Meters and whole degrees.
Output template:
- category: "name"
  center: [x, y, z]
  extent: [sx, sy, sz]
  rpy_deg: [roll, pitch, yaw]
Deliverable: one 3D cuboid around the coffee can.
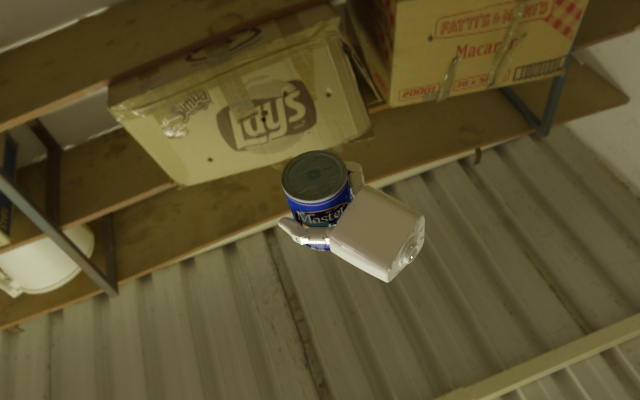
- category: "coffee can"
  center: [0.000, 0.002, 0.781]
  extent: [0.103, 0.102, 0.140]
  rpy_deg: [0, -38, 11]
